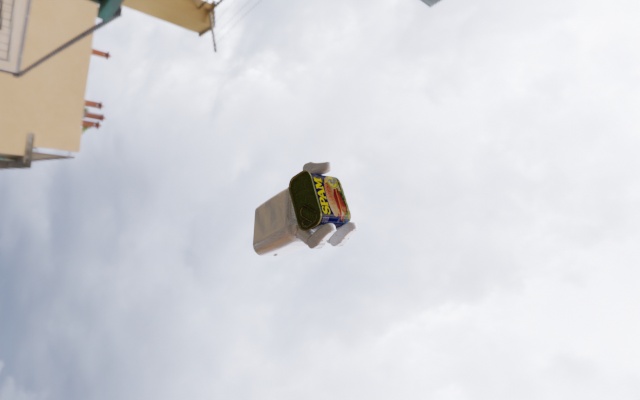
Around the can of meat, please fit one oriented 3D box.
[{"bbox_3d":[0.000,0.003,0.843,0.057,0.102,0.084,-31,-24,37],"label":"can of meat"}]
